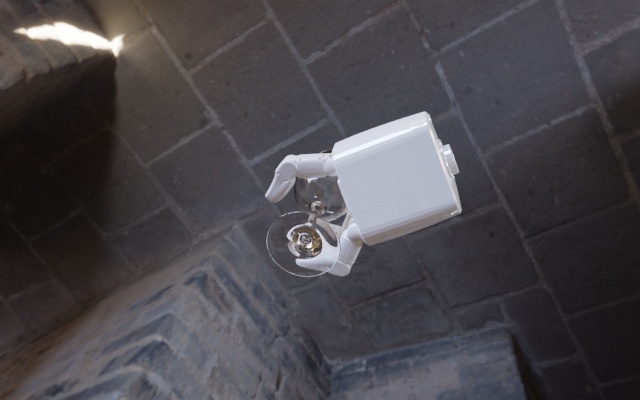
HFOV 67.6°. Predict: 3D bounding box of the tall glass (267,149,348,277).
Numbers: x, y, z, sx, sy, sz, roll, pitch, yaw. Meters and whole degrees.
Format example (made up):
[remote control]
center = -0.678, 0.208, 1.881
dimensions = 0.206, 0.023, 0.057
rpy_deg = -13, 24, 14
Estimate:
[tall glass]
center = 0.000, 0.002, 0.556
dimensions = 0.079, 0.079, 0.201
rpy_deg = 0, 25, 11
